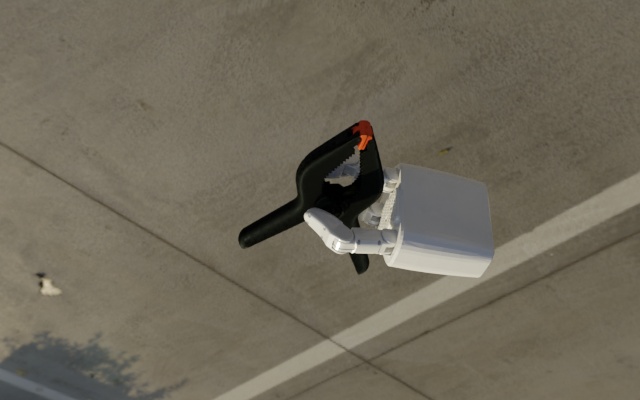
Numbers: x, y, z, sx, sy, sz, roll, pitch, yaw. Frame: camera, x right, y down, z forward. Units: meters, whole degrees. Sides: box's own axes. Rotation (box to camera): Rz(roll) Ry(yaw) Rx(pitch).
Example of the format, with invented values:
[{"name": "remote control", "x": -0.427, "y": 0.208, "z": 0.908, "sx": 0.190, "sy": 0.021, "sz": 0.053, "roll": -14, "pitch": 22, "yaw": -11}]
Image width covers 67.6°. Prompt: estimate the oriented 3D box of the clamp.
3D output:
[{"name": "clamp", "x": 0.000, "y": 0.002, "z": 0.524, "sx": 0.164, "sy": 0.210, "sz": 0.036, "roll": 8, "pitch": 42, "yaw": -10}]
